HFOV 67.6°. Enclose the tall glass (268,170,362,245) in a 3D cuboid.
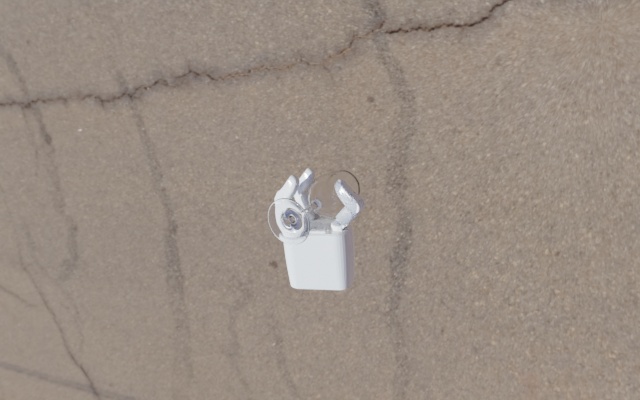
[{"bbox_3d":[0.000,0.003,0.791,0.079,0.079,0.201,0,18,31],"label":"tall glass"}]
